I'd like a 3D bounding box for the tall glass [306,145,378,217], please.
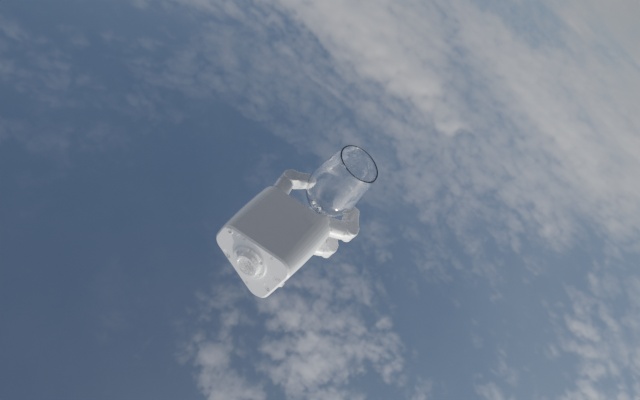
[{"bbox_3d":[0.000,0.003,0.707,0.079,0.079,0.201,0,-32,-39],"label":"tall glass"}]
